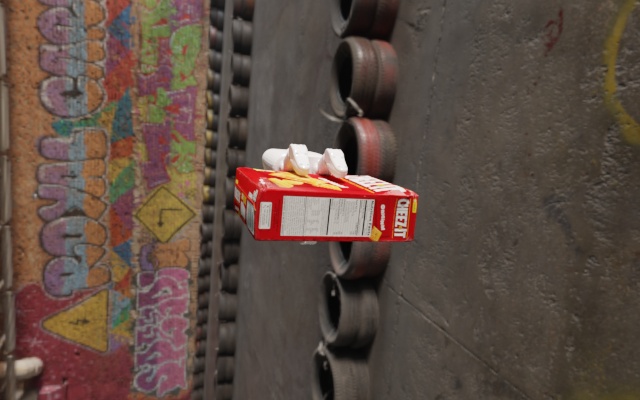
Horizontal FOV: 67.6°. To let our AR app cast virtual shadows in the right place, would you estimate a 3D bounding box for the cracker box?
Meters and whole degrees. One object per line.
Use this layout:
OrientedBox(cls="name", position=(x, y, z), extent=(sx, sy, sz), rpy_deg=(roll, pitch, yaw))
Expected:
OrientedBox(cls="cracker box", position=(0.000, 0.002, 0.656), extent=(0.214, 0.072, 0.164), rpy_deg=(2, 11, -19))
